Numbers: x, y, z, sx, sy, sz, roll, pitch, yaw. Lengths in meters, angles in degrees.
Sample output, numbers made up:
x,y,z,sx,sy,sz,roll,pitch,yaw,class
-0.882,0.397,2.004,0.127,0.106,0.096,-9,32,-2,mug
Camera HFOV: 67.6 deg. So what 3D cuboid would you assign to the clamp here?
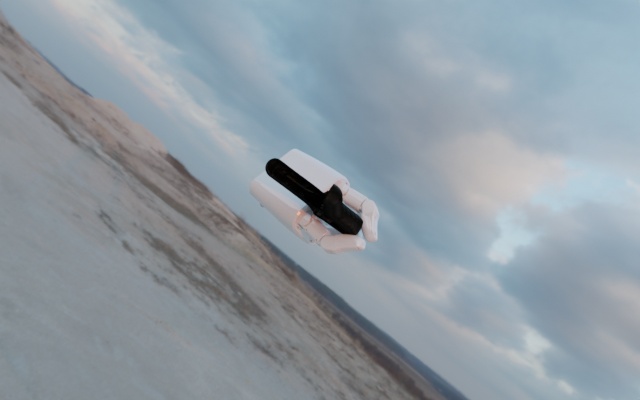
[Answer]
x,y,z,sx,sy,sz,roll,pitch,yaw,class
0.001,0.002,0.627,0.120,0.039,0.171,35,-9,31,clamp
